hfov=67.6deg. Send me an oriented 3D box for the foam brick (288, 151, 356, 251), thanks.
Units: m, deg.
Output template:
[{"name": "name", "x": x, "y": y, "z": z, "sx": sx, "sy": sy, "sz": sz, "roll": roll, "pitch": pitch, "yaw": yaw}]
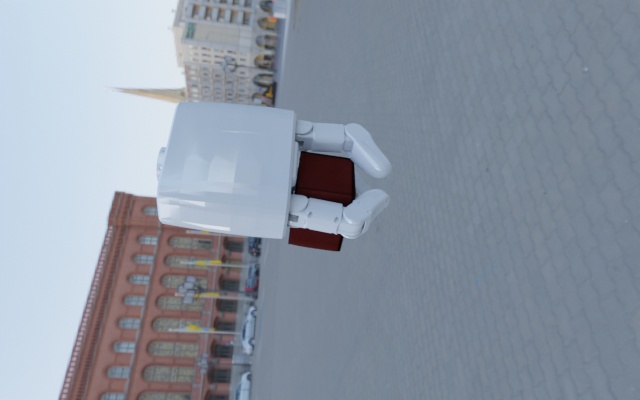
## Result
[{"name": "foam brick", "x": 0.000, "y": 0.002, "z": 0.448, "sx": 0.051, "sy": 0.078, "sz": 0.053, "roll": 7, "pitch": 43, "yaw": -5}]
